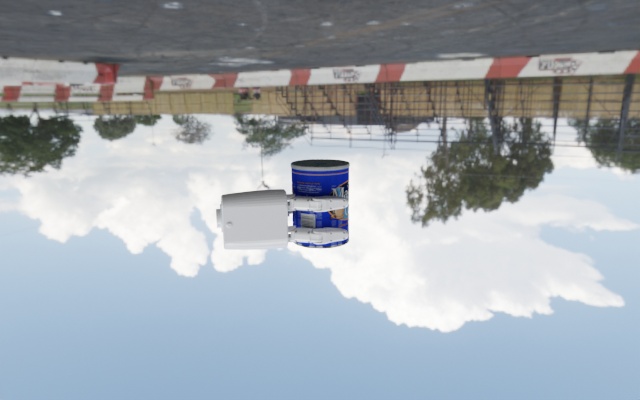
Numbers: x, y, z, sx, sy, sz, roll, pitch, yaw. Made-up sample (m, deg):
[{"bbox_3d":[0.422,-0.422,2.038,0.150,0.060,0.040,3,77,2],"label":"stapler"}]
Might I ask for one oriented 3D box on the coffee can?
[{"bbox_3d":[0.000,0.003,0.840,0.103,0.140,0.102,0,12,0],"label":"coffee can"}]
